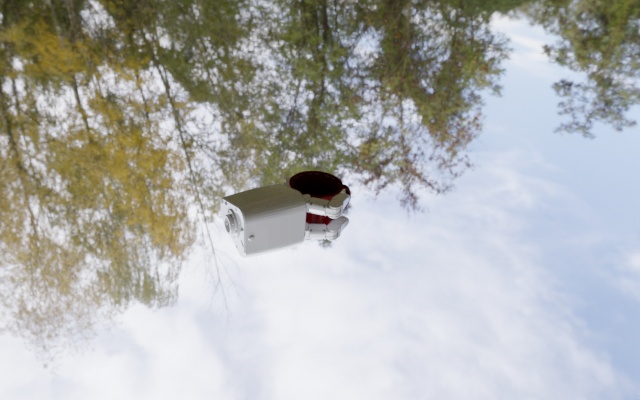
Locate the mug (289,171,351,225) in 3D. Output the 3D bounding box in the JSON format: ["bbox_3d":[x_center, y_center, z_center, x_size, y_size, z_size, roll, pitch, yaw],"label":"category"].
[{"bbox_3d":[0.001,0.003,0.839,0.117,0.081,0.093,-12,35,-27],"label":"mug"}]
